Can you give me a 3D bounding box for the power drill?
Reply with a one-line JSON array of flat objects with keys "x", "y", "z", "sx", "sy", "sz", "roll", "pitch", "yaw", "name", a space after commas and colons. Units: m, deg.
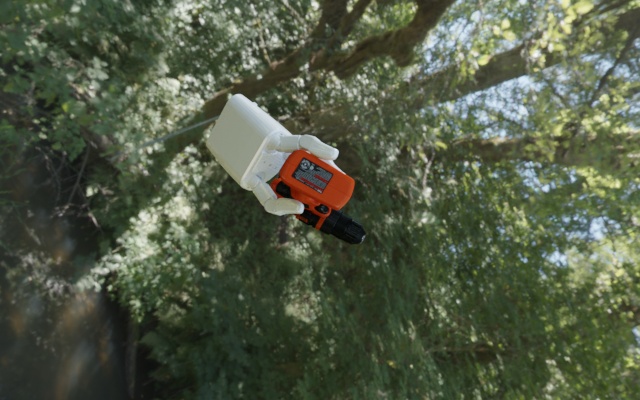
[{"x": 0.000, "y": 0.002, "z": 0.750, "sx": 0.184, "sy": 0.057, "sz": 0.188, "roll": 28, "pitch": -18, "yaw": 3, "name": "power drill"}]
